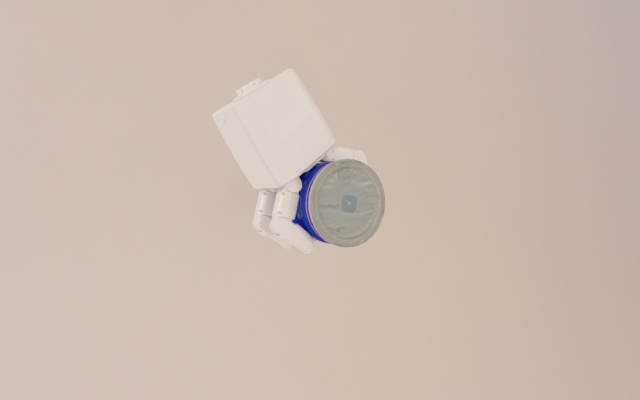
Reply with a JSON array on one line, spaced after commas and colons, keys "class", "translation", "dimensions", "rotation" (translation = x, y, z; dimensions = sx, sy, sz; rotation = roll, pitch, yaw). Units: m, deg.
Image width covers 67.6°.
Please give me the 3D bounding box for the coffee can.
[{"class": "coffee can", "translation": [0.000, 0.002, 0.611], "dimensions": [0.103, 0.103, 0.140], "rotation": [0, 1, -29]}]
